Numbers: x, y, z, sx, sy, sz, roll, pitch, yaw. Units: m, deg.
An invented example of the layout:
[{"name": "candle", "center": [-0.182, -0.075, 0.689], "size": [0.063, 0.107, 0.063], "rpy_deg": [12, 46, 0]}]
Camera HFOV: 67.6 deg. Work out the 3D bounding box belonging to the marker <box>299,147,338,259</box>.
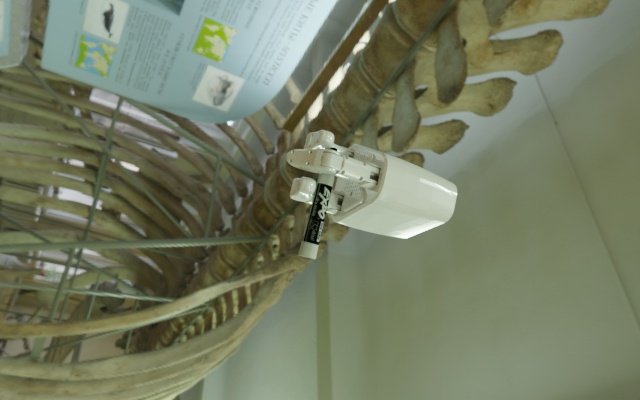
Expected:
[{"name": "marker", "center": [0.000, 0.002, 0.509], "size": [0.020, 0.121, 0.020], "rpy_deg": [14, -8, 2]}]
